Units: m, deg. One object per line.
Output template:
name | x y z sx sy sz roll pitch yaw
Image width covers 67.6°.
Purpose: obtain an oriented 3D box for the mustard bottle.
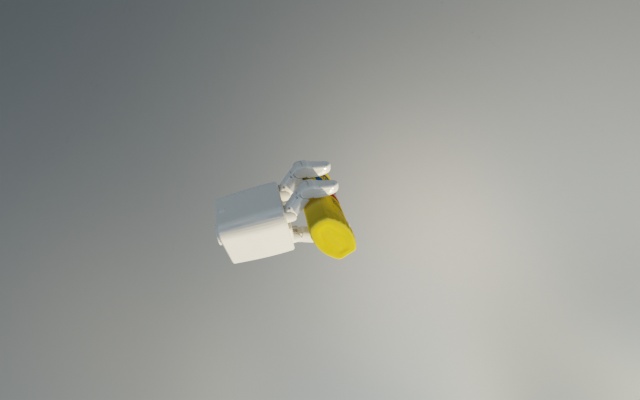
mustard bottle | 0.000 0.003 0.787 0.058 0.191 0.096 -34 -52 12
